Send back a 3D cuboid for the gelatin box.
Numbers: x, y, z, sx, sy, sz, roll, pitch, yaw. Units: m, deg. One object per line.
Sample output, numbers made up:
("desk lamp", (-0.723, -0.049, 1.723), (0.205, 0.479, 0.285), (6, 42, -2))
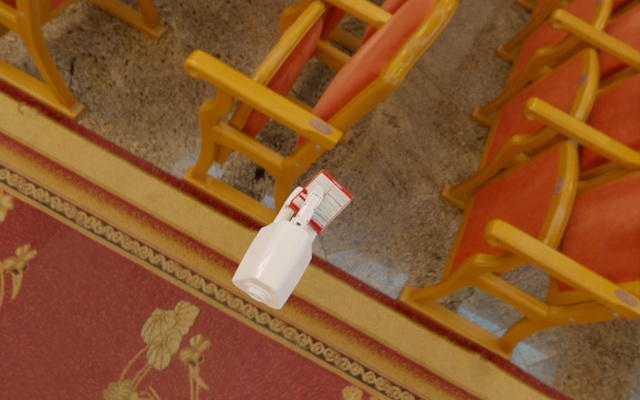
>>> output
("gelatin box", (0.000, 0.002, 0.822), (0.089, 0.073, 0.030), (-46, -5, -24))
